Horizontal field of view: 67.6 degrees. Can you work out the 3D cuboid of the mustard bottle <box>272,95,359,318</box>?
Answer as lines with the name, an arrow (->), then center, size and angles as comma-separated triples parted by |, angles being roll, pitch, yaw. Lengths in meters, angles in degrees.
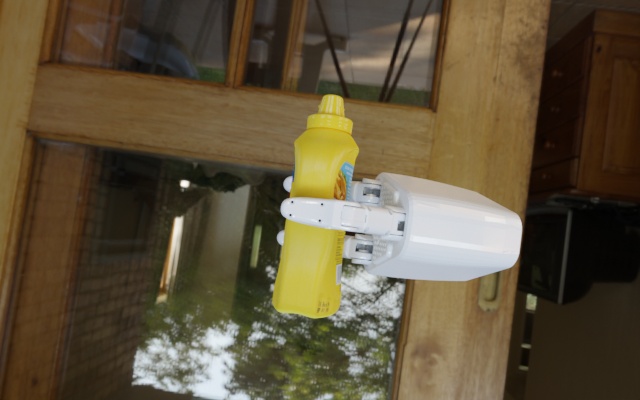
mustard bottle -> 0.000, 0.002, 0.426 | 0.058, 0.191, 0.096 | 7, -3, 12
